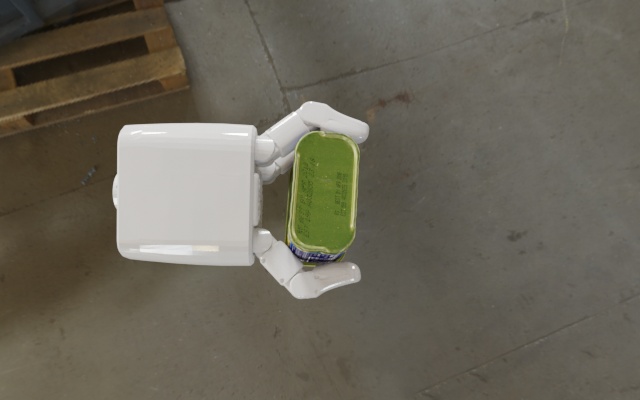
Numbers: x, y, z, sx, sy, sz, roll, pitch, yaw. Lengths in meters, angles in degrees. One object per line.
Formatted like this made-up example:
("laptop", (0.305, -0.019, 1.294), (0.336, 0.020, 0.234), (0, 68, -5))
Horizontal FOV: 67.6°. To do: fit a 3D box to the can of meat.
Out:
("can of meat", (0.000, 0.001, 0.402), (0.057, 0.102, 0.084), (4, -13, -3))
